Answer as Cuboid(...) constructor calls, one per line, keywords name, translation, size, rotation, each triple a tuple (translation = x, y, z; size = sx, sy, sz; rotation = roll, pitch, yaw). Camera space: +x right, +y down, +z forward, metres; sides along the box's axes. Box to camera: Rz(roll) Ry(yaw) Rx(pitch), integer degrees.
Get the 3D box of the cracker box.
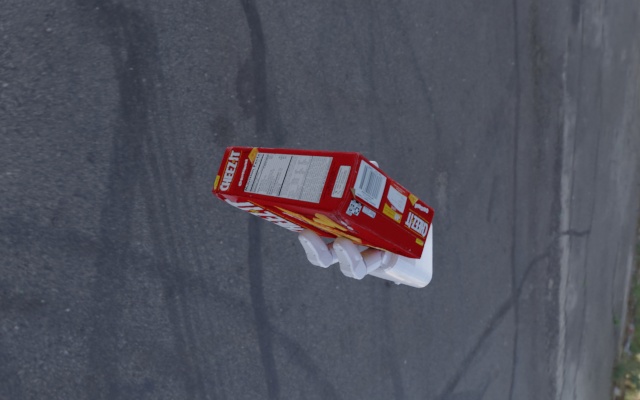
Cuboid(name="cracker box", translation=(0.000, 0.002, 0.570), size=(0.213, 0.072, 0.164), rotation=(8, -15, 43))
